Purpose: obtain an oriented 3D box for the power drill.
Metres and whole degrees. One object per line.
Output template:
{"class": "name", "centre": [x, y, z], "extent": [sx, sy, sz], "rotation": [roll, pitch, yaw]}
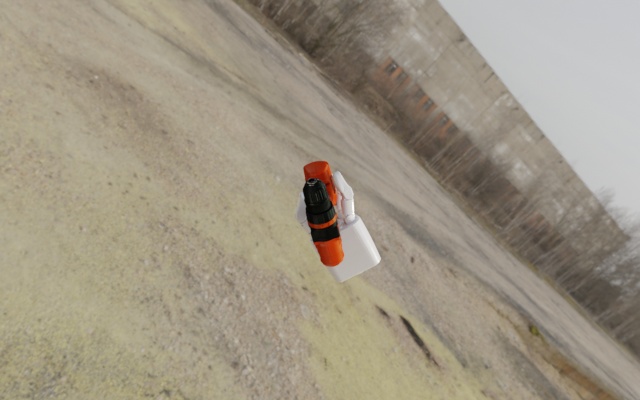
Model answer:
{"class": "power drill", "centre": [0.000, 0.003, 0.892], "extent": [0.057, 0.185, 0.187], "rotation": [-9, 34, 4]}
